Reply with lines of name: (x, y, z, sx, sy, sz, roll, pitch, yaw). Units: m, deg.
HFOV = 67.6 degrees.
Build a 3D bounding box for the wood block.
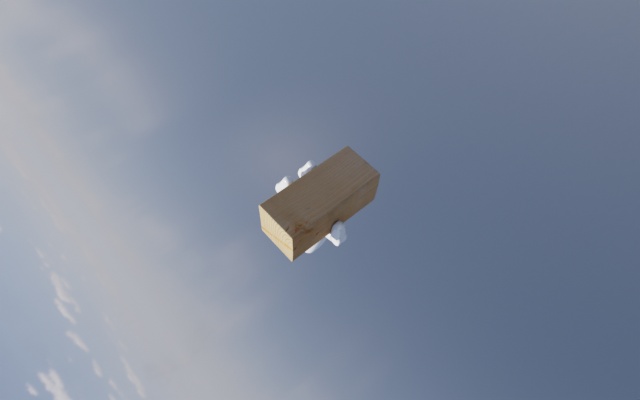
wood block: (0.000, 0.003, 0.865, 0.206, 0.090, 0.090, -36, -24, -23)
